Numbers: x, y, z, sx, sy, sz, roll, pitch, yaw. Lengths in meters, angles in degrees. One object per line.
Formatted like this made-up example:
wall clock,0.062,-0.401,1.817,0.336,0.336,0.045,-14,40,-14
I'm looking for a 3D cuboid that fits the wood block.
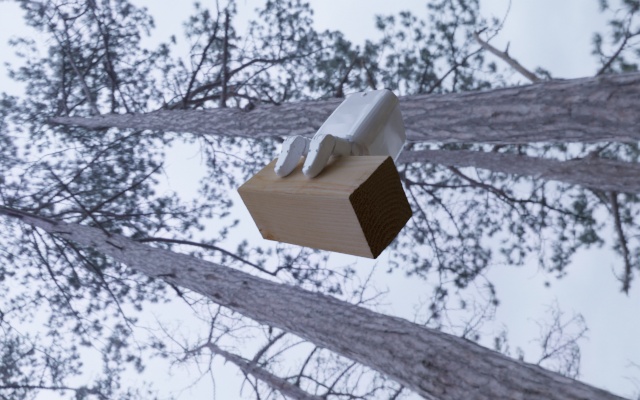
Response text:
wood block,0.000,0.002,0.618,0.206,0.091,0.090,4,39,46
